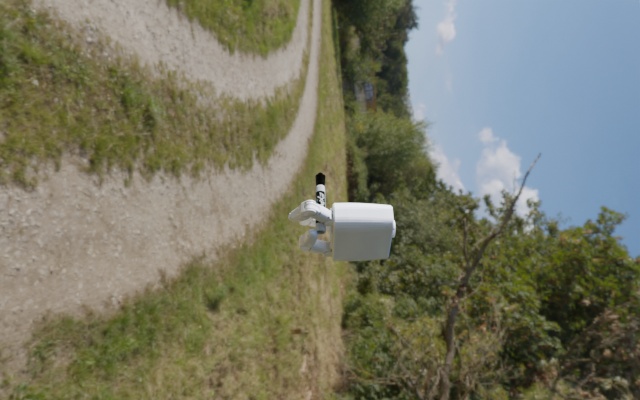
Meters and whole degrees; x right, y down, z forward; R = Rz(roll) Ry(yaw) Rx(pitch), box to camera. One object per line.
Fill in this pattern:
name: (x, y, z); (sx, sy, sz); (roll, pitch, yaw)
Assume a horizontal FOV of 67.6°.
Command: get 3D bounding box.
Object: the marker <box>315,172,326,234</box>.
marker: (0.000, 0.003, 0.860); (0.020, 0.121, 0.020); (0, -29, 0)
